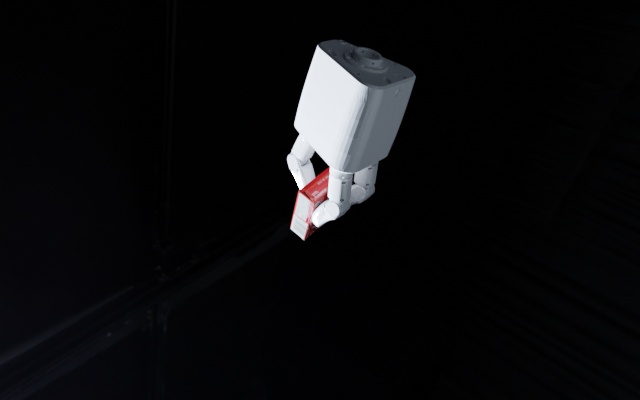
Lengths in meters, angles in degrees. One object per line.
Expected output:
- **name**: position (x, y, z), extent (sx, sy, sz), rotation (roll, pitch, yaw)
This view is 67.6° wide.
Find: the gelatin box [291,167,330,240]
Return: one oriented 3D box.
- **gelatin box**: position (0.000, 0.002, 0.631), extent (0.073, 0.030, 0.089), rotation (-38, -21, -33)
